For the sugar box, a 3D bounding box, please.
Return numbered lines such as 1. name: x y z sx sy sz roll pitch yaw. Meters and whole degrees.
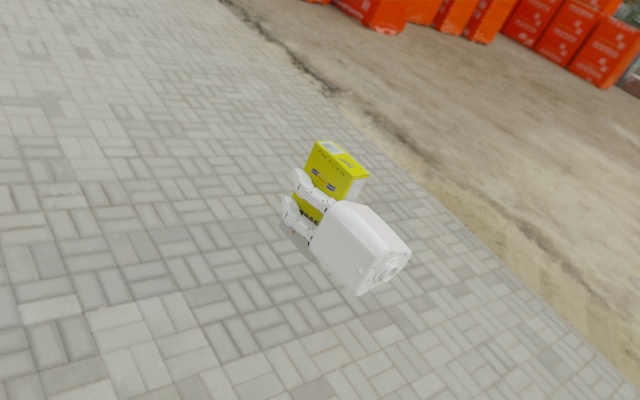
1. sugar box: 0.000 0.003 0.753 0.048 0.176 0.093 -9 45 -45
